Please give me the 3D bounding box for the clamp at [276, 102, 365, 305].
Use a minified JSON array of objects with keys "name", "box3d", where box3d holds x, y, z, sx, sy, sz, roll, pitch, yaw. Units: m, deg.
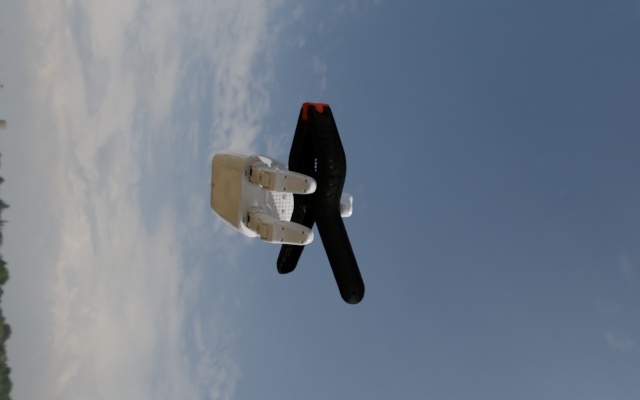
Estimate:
[{"name":"clamp","box3d":[0.001,0.001,0.515,0.036,0.210,0.164,-3,12,-32]}]
